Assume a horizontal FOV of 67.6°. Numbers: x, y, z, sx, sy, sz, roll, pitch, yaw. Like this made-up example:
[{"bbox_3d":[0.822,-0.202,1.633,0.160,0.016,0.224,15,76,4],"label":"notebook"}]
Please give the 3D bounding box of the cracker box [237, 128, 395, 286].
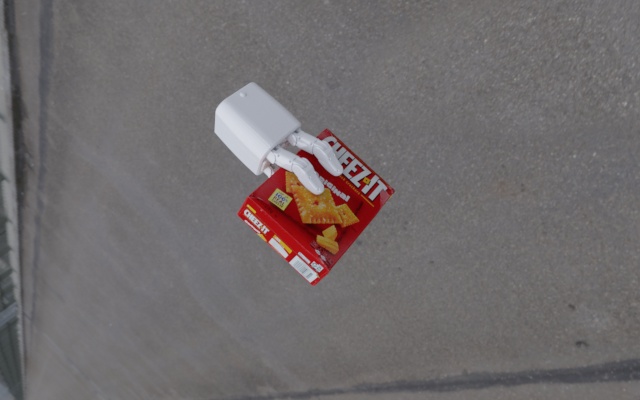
[{"bbox_3d":[0.000,0.003,0.768,0.213,0.164,0.072,-46,-2,-37],"label":"cracker box"}]
